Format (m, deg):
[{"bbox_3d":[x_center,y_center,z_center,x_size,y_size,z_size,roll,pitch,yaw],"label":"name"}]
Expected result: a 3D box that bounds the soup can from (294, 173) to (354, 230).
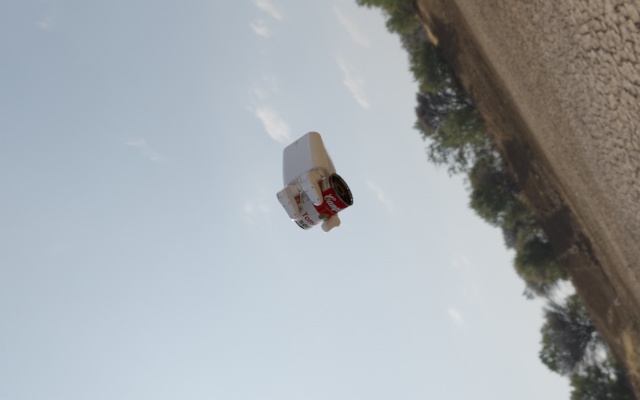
[{"bbox_3d":[0.000,0.003,0.880,0.102,0.068,0.068,-31,-13,24],"label":"soup can"}]
